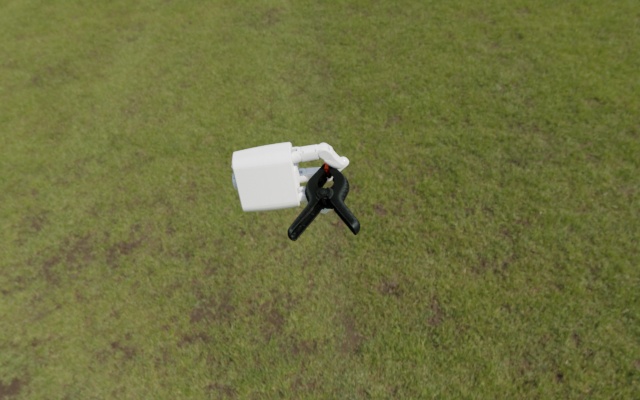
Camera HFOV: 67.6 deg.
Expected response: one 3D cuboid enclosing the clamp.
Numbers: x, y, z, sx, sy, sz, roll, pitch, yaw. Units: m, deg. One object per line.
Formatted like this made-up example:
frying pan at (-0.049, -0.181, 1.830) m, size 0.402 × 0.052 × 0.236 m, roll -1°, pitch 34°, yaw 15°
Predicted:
clamp at (0.000, 0.002, 0.823) m, size 0.120 × 0.039 × 0.171 m, roll -8°, pitch 43°, yaw 3°
